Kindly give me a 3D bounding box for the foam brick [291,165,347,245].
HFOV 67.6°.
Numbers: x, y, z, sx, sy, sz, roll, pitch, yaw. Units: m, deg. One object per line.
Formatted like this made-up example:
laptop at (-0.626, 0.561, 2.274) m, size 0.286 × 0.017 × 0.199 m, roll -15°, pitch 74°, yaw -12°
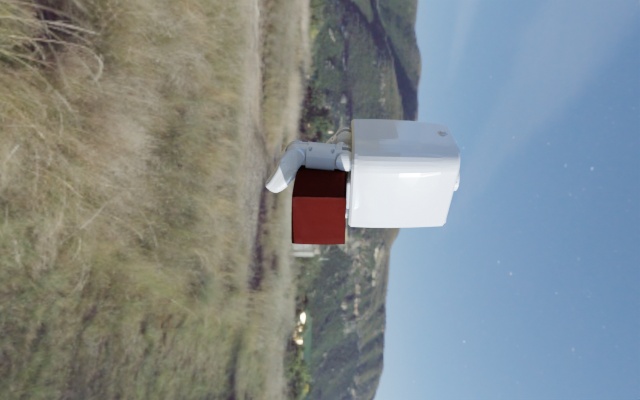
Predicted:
foam brick at (0.000, 0.002, 0.472) m, size 0.051 × 0.053 × 0.078 m, roll 2°, pitch 29°, yaw 2°
